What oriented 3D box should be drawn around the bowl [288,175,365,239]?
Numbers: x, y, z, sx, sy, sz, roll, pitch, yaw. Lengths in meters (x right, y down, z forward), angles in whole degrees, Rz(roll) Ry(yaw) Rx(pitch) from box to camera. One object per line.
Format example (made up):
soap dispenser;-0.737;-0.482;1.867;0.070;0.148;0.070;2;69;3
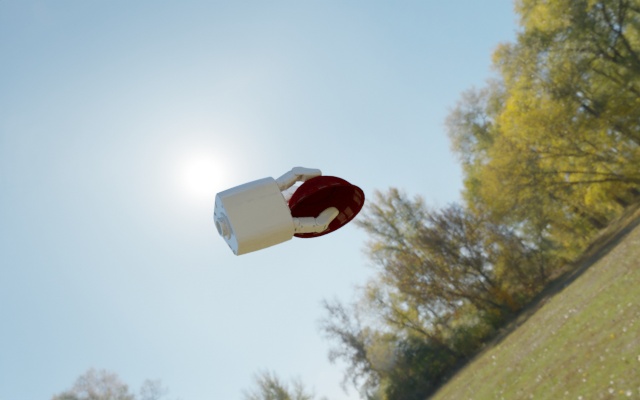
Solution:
bowl;0.001;0.003;0.897;0.162;0.055;0.162;-17;-34;-12
